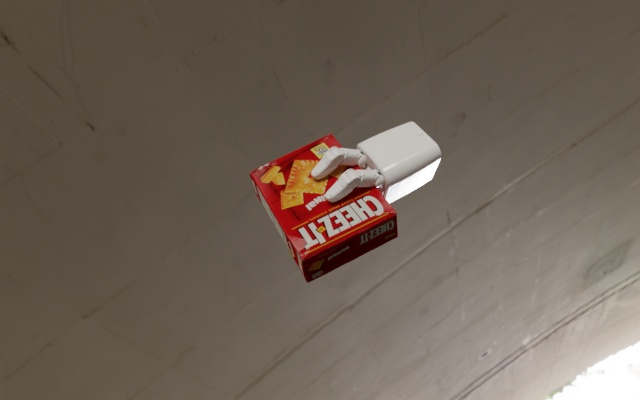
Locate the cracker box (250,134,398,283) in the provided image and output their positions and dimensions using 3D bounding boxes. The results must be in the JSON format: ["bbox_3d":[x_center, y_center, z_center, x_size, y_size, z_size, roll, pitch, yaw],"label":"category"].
[{"bbox_3d":[0.000,0.003,0.777,0.164,0.213,0.072,-26,-39,-11],"label":"cracker box"}]
